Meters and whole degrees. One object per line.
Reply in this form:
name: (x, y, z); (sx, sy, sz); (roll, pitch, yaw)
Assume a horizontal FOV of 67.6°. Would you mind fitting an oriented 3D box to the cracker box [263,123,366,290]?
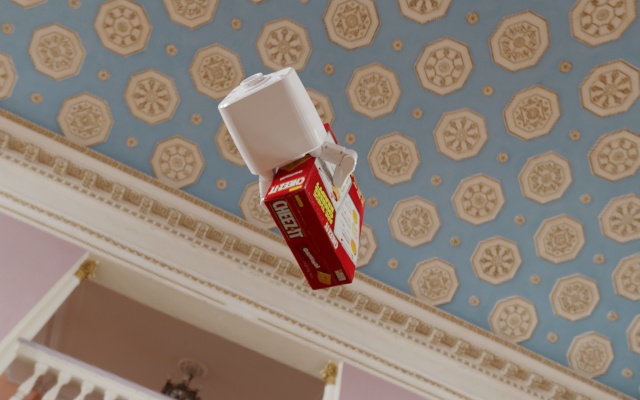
cracker box: (0.000, 0.002, 0.722); (0.072, 0.164, 0.213); (-17, 27, 20)
